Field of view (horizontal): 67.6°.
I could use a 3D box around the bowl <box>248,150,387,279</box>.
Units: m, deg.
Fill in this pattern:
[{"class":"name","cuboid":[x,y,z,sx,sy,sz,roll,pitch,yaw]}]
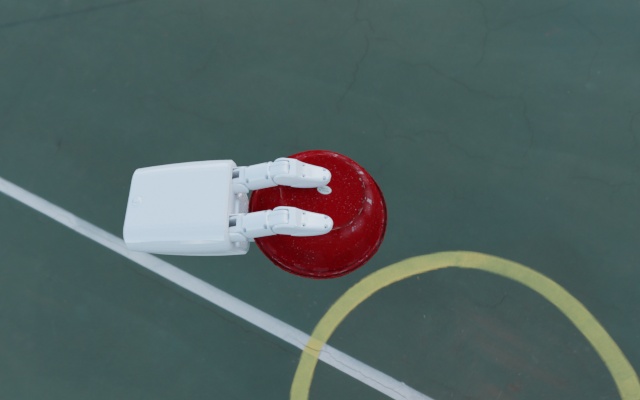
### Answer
[{"class":"bowl","cuboid":[0.001,0.001,0.528,0.162,0.162,0.055,0,-26,-6]}]
